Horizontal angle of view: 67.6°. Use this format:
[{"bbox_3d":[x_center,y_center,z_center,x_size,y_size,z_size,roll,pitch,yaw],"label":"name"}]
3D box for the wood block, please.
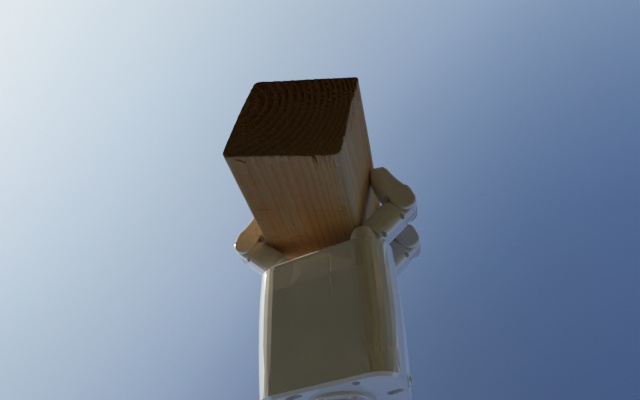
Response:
[{"bbox_3d":[0.000,0.002,0.432,0.091,0.090,0.206,1,-40,16],"label":"wood block"}]
